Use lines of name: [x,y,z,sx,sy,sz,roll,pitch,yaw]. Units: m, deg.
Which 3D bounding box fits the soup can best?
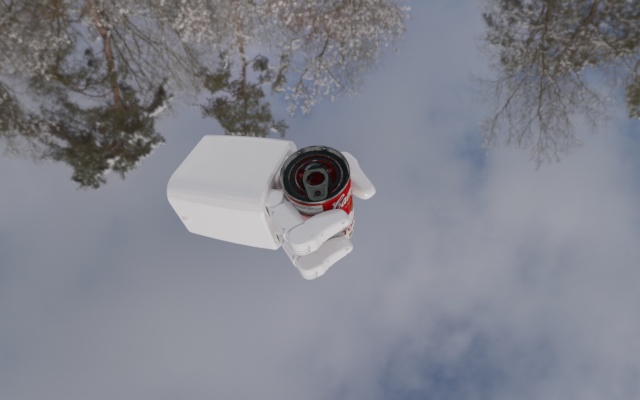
soup can: [0.001,0.002,0.494,0.068,0.068,0.102,0,-33,8]
